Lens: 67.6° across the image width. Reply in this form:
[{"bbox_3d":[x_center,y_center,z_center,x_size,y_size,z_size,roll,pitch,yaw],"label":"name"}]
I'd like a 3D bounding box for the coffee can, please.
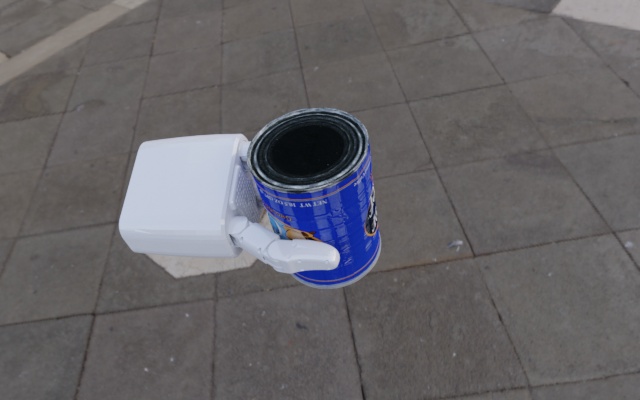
[{"bbox_3d":[0.000,0.002,0.442,0.103,0.102,0.140,0,-42,12],"label":"coffee can"}]
